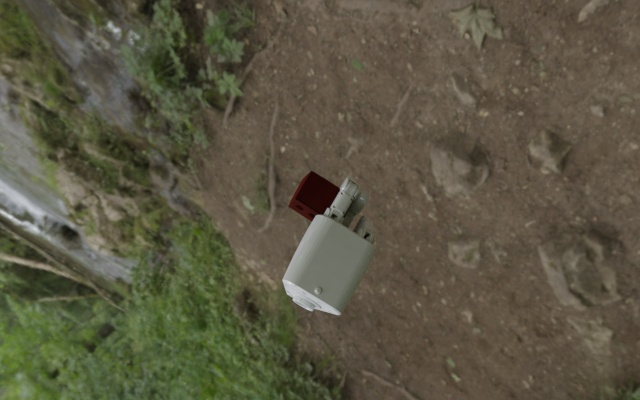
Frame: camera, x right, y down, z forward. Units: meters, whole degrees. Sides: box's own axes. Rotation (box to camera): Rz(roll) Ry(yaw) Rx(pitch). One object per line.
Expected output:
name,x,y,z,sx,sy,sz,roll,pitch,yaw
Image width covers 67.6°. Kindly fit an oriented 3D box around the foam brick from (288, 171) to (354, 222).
foam brick,0.000,0.002,0.703,0.078,0.051,0.053,32,-18,-6
